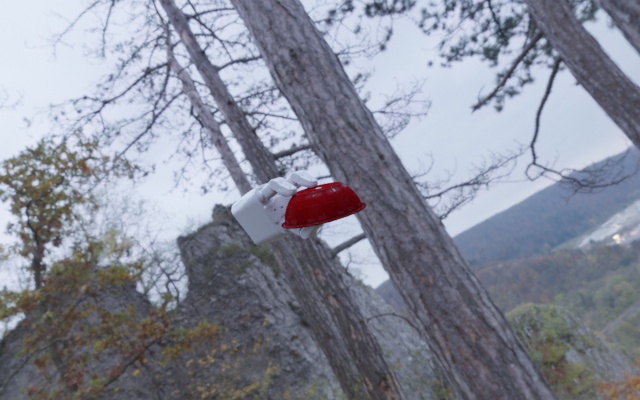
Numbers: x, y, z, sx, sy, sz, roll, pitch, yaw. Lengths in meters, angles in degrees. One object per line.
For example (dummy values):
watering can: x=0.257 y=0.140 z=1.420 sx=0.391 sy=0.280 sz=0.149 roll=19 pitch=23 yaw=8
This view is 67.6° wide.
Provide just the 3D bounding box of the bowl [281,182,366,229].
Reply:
bowl: x=0.001 y=0.002 z=0.880 sx=0.162 sy=0.055 sz=0.162 roll=-13 pitch=8 yaw=2
